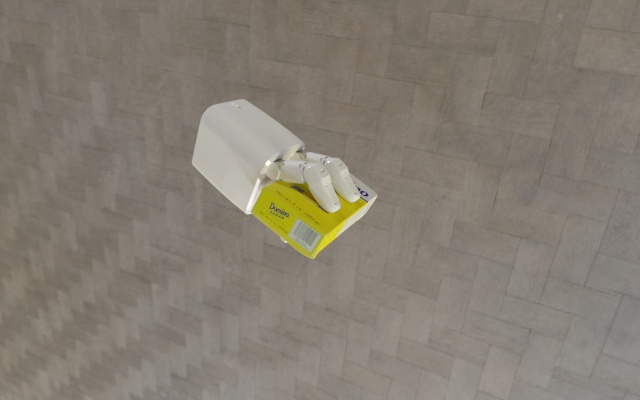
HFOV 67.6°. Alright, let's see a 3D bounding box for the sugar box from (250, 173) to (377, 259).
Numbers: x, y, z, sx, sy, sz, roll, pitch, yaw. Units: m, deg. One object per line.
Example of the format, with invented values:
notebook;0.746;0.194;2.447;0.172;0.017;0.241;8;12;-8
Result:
sugar box;0.000;0.002;0.607;0.093;0.048;0.176;37;31;11
